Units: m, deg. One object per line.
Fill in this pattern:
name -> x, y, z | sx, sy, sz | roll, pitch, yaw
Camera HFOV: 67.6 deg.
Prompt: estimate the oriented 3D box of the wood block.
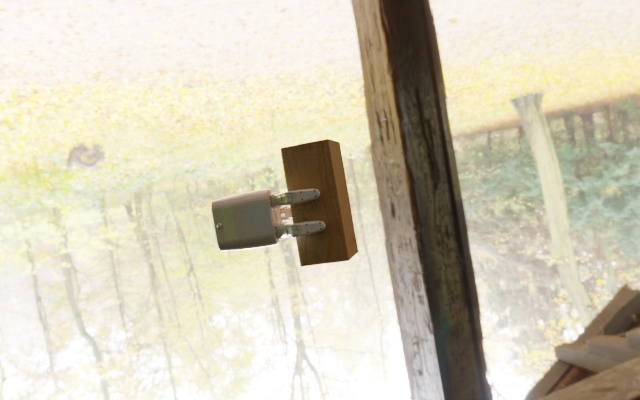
wood block -> 0.000, 0.003, 0.847 | 0.090, 0.206, 0.091 | -9, 1, 15
